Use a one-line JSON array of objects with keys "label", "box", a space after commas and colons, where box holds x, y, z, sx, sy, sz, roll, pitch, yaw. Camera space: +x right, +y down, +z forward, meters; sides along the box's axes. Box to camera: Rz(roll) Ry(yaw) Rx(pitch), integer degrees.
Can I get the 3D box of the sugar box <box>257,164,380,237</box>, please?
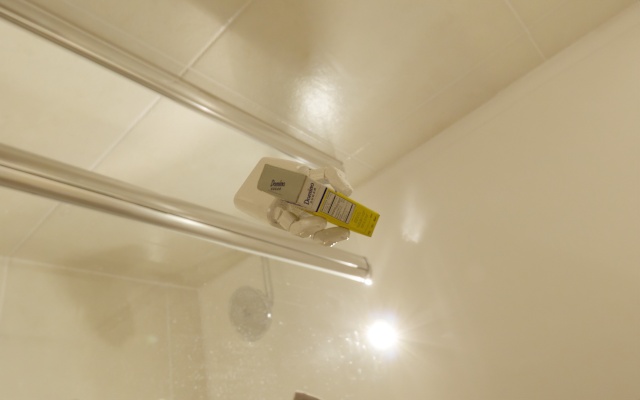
[{"label": "sugar box", "box": [0.000, 0.003, 0.701, 0.093, 0.048, 0.176, 18, -3, 45]}]
